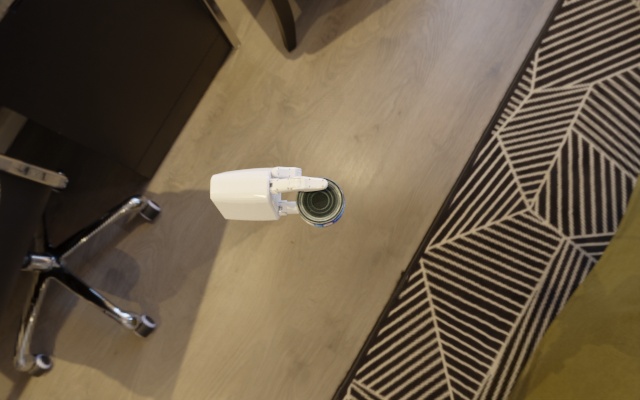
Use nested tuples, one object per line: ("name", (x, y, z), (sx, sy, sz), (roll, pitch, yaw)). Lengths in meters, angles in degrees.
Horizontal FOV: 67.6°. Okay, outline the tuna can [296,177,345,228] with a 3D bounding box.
("tuna can", (0.000, 0.003, 0.834), (0.086, 0.086, 0.034), (0, -12, 4))
